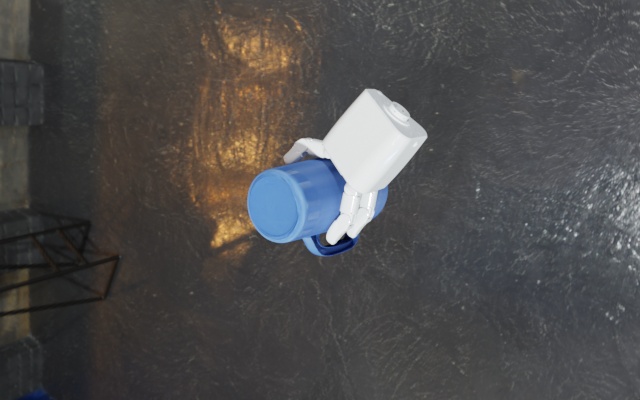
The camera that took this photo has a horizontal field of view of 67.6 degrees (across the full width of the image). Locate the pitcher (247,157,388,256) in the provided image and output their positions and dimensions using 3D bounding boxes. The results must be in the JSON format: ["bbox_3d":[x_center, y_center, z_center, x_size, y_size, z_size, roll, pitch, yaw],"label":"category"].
[{"bbox_3d":[0.000,0.002,0.770,0.145,0.149,0.243,-49,-19,30],"label":"pitcher"}]
